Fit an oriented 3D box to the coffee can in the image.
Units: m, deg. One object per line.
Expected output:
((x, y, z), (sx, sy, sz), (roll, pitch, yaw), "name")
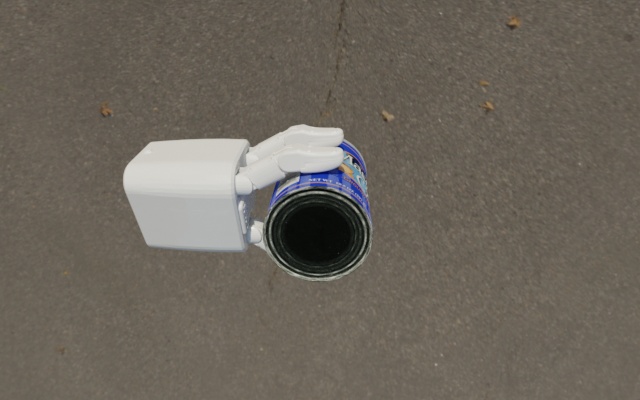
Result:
((0.000, 0.002, 0.500), (0.103, 0.103, 0.140), (0, 27, 3), "coffee can")
